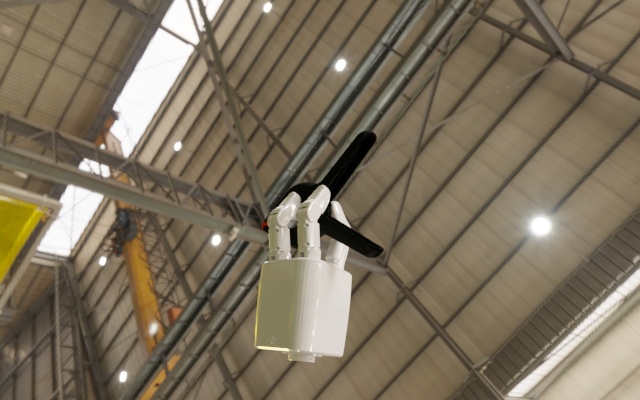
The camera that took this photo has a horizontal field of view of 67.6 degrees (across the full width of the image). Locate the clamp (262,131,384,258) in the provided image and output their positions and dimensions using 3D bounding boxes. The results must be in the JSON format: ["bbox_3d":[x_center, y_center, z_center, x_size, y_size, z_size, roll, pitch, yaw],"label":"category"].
[{"bbox_3d":[0.000,0.003,0.640,0.210,0.164,0.036,-12,-25,43],"label":"clamp"}]
